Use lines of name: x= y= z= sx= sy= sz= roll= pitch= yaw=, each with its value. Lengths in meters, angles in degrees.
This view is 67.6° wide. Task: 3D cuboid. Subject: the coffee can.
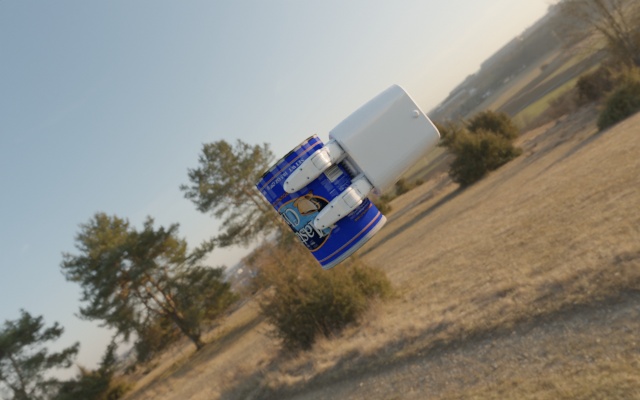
coffee can: x=0.000 y=0.002 z=0.606 sx=0.103 sy=0.140 sz=0.103 roll=-39 pitch=2 yaw=1
